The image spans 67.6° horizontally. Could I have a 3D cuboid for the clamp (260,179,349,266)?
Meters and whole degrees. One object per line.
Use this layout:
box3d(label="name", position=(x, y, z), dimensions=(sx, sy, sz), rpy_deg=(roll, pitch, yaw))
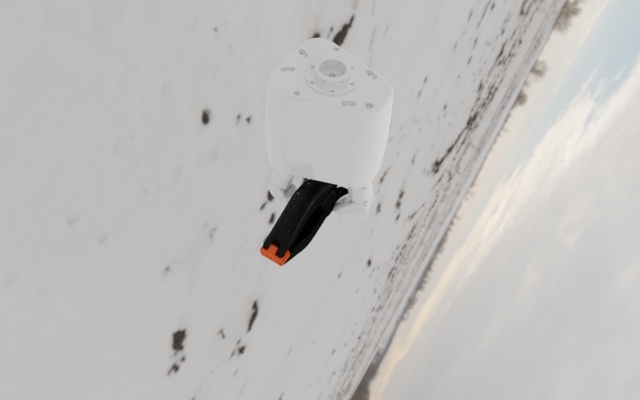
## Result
box3d(label="clamp", position=(0.001, 0.002, 0.575), dimensions=(0.036, 0.210, 0.165), rpy_deg=(27, -31, 16))
